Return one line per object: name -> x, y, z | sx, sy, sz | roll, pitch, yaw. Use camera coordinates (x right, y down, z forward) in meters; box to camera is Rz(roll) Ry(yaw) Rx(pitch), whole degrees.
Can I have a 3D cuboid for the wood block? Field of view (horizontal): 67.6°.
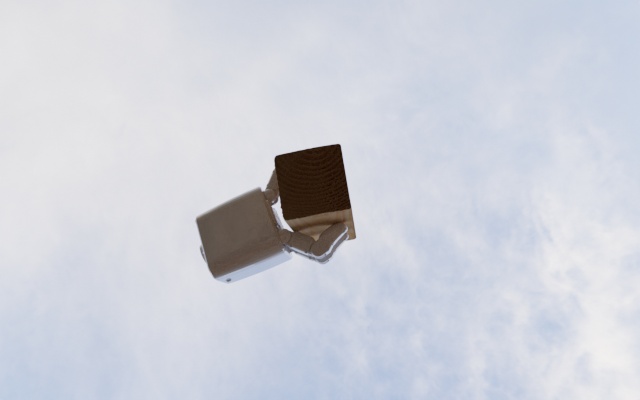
wood block -> 0.000, 0.002, 0.699 | 0.090, 0.090, 0.206 | -11, -16, 3
